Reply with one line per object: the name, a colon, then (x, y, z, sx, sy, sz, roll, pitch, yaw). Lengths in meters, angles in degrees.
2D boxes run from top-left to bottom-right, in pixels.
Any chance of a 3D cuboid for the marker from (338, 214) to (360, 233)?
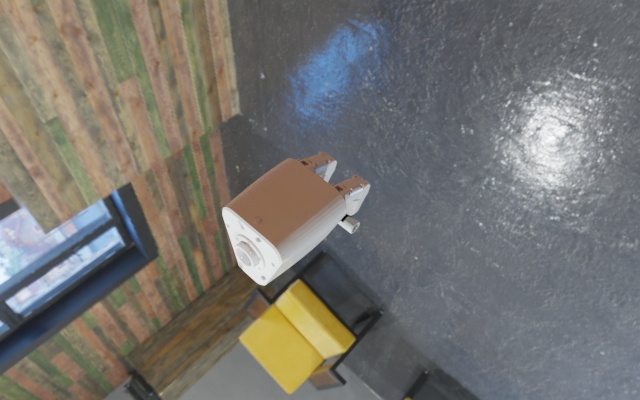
marker: (0.000, 0.002, 0.636, 0.121, 0.020, 0.020, 36, 15, 22)
